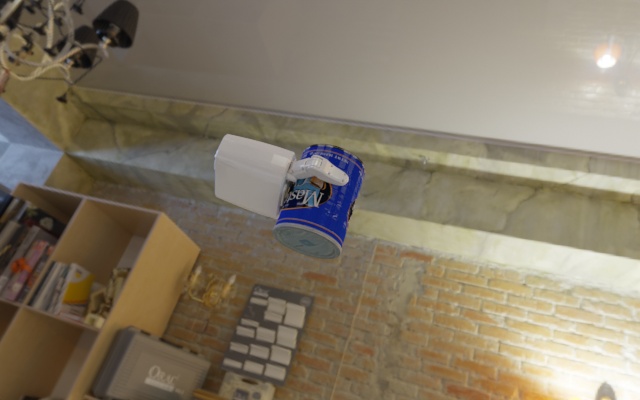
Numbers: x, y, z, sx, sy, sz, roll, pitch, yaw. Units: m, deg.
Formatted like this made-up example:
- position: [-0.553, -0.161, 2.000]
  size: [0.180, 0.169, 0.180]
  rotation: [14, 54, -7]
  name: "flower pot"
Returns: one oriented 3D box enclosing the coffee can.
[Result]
- position: [0.000, 0.002, 0.710]
  size: [0.103, 0.140, 0.103]
  rotation: [16, -25, 8]
  name: "coffee can"
